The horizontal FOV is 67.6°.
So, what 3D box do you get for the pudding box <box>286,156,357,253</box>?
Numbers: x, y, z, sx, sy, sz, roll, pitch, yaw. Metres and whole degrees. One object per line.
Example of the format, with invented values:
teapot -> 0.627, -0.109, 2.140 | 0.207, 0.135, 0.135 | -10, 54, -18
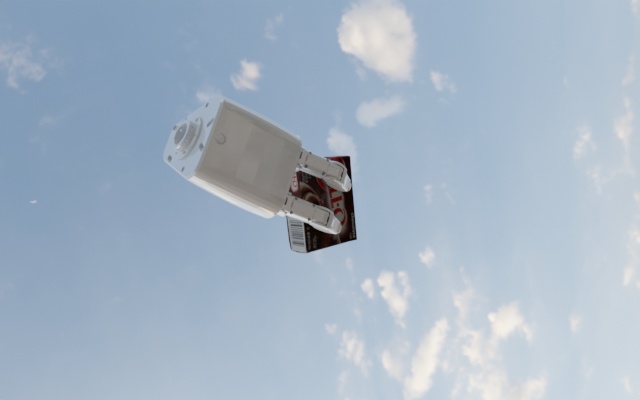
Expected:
pudding box -> 0.000, 0.002, 0.598 | 0.090, 0.113, 0.039 | -10, 9, -42
